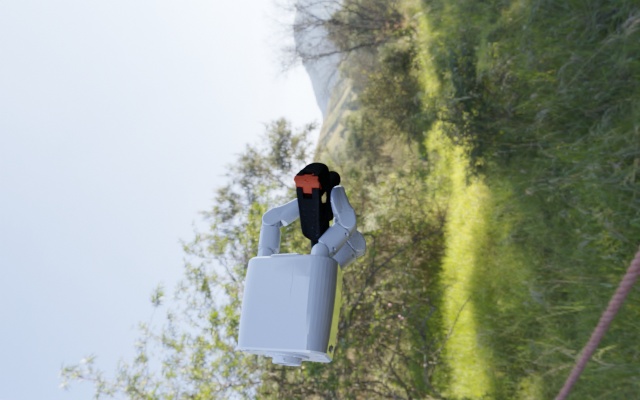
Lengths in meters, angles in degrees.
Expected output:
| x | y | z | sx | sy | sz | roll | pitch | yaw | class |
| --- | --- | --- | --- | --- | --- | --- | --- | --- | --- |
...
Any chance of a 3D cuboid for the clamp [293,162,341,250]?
| x | y | z | sx | sy | sz | roll | pitch | yaw | class |
| --- | --- | --- | --- | --- | --- | --- | --- | --- | --- |
| -0.001 | 0.002 | 0.608 | 0.036 | 0.164 | 0.210 | 2 | -24 | 9 | clamp |
